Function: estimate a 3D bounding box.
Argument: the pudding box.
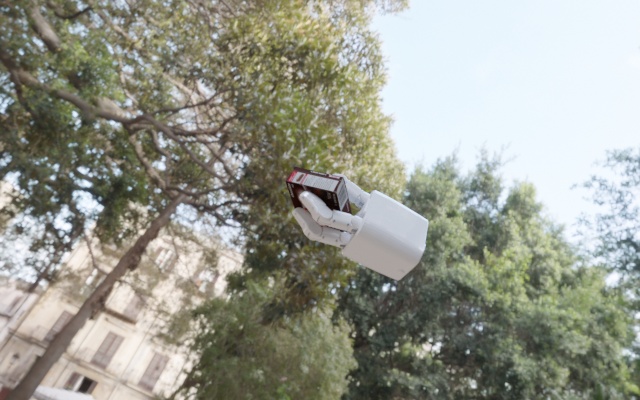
[{"bbox_3d":[0.000,0.002,0.773,0.090,0.039,0.114,13,-38,23],"label":"pudding box"}]
